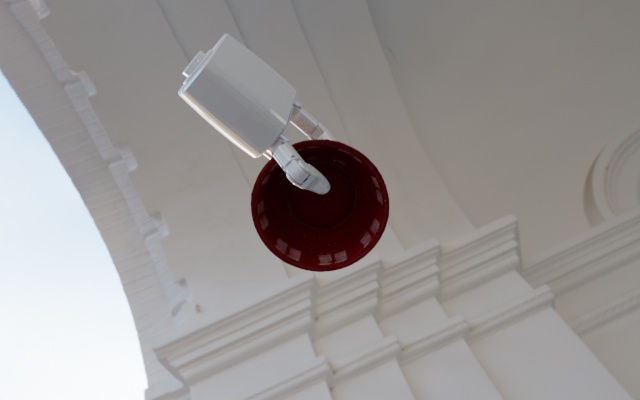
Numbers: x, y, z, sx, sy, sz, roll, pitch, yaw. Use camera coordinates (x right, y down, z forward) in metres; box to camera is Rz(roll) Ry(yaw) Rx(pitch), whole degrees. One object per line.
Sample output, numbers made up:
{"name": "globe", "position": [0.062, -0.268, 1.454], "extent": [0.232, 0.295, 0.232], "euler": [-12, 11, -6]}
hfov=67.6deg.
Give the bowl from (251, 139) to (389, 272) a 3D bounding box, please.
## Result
{"name": "bowl", "position": [0.001, 0.003, 0.578], "extent": [0.162, 0.162, 0.055], "euler": [0, 17, 2]}
